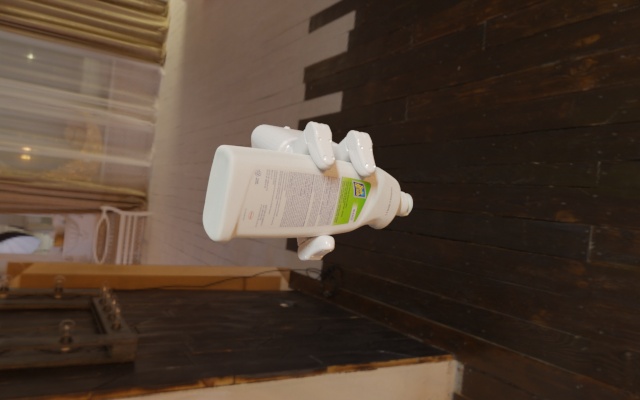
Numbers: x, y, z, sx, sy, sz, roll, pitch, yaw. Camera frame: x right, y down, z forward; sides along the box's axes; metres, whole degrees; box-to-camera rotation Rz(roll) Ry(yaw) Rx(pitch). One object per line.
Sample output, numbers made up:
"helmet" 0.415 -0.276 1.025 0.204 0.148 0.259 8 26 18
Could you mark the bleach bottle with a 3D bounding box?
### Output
"bleach bottle" 0.000 0.002 0.552 0.251 0.102 0.068 6 15 -31
